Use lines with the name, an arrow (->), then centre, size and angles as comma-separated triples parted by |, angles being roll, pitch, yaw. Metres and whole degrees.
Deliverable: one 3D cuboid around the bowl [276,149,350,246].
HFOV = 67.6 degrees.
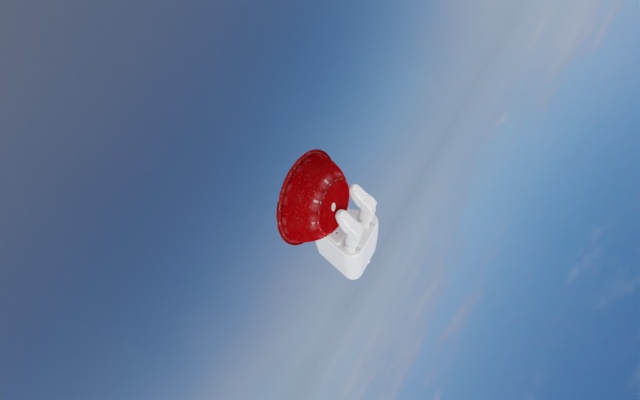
bowl -> 0.000, 0.002, 0.759 | 0.055, 0.162, 0.162 | 18, 9, 30
